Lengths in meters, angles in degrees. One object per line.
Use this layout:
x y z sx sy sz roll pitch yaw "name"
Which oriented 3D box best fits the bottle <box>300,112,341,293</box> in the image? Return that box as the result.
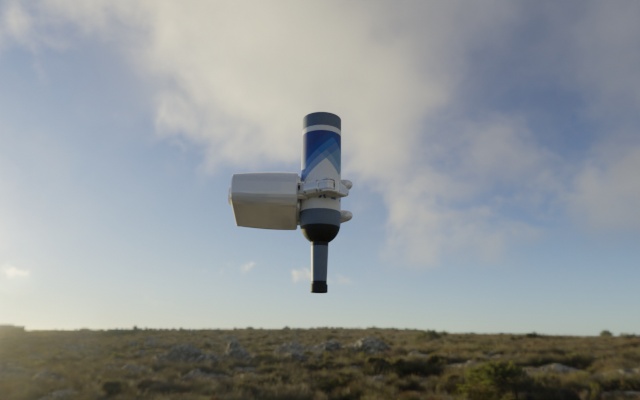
0.000 0.002 0.786 0.069 0.295 0.069 1 -16 0 "bottle"
